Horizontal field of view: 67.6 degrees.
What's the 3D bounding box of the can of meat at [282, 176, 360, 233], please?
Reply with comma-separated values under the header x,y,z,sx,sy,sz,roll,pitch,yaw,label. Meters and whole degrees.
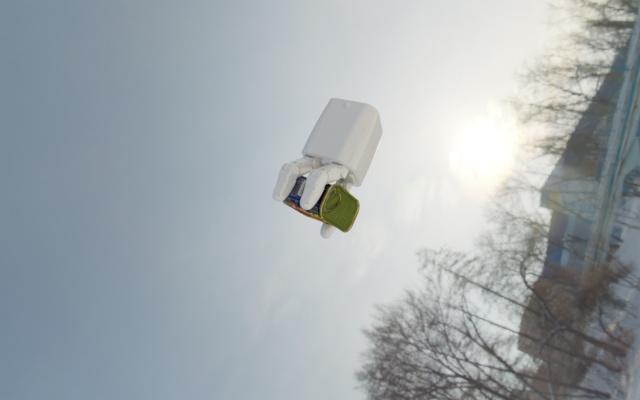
x,y,z,sx,sy,sz,roll,pitch,yaw,label
0.000,0.002,0.748,0.084,0.057,0.102,19,-9,35,can of meat
